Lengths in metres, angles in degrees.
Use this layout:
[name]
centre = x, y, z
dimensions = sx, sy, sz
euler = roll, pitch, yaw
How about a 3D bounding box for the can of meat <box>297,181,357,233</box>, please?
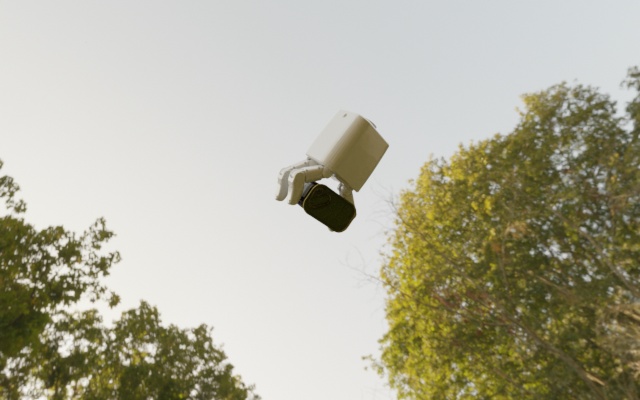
[can of meat]
centre = 0.000, 0.003, 0.839
dimensions = 0.102, 0.057, 0.084
euler = 34, 0, -31
